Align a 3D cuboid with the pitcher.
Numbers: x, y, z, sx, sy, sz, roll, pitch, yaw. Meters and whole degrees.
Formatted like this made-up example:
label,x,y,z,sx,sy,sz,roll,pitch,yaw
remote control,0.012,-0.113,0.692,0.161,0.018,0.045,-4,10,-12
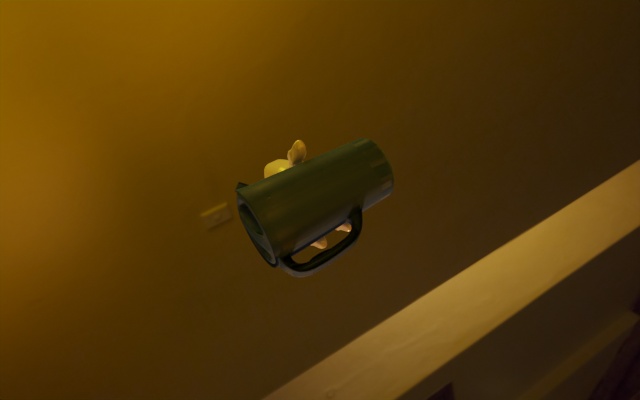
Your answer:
label,x,y,z,sx,sy,sz,roll,pitch,yaw
pitcher,0.000,0.002,0.759,0.243,0.149,0.145,-28,19,-19
